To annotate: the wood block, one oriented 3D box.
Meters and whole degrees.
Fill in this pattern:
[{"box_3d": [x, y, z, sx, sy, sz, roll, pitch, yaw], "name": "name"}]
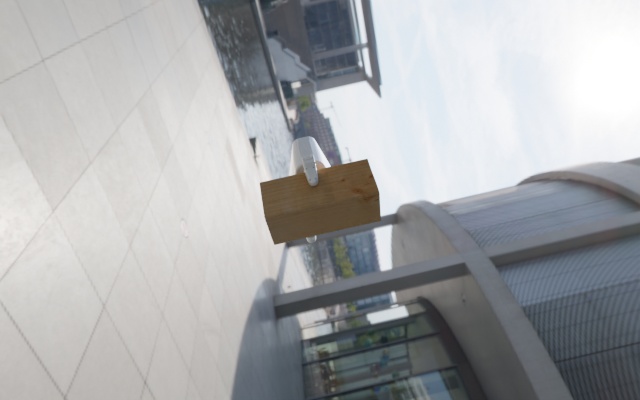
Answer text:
[{"box_3d": [0.000, 0.002, 0.889, 0.206, 0.090, 0.091, -13, -39, -1], "name": "wood block"}]
